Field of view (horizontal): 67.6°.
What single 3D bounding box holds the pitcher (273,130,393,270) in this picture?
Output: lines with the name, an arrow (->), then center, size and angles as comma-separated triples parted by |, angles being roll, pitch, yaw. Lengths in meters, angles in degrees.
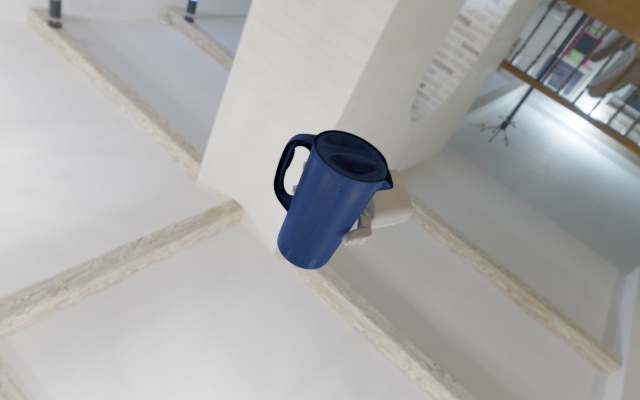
pitcher -> 0.000, 0.003, 0.836 | 0.145, 0.243, 0.149 | -6, 48, -37
